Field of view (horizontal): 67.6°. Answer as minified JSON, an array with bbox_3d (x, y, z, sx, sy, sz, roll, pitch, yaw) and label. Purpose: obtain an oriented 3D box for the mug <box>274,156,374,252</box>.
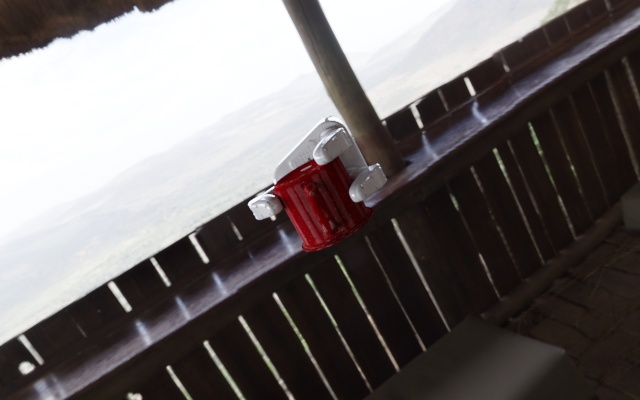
[{"bbox_3d":[0.000,0.002,0.527,0.093,0.081,0.117,-28,12,8],"label":"mug"}]
